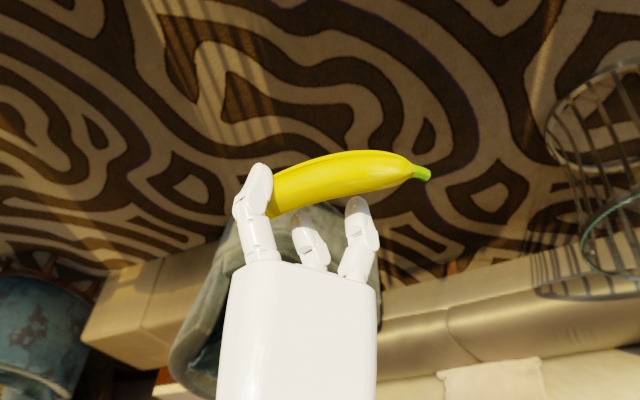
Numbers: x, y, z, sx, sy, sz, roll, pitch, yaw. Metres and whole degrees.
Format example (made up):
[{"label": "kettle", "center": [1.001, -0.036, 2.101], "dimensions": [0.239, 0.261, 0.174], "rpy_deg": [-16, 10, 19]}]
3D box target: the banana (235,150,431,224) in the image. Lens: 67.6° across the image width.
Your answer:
[{"label": "banana", "center": [-0.004, -0.009, 0.432], "dimensions": [0.198, 0.037, 0.070], "rpy_deg": [-13, -35, 18]}]
